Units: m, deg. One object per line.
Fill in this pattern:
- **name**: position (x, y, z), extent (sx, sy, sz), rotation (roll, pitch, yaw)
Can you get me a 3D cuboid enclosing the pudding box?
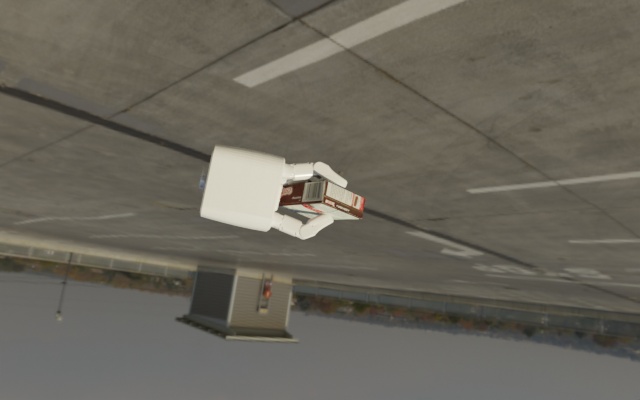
- **pudding box**: position (0.000, 0.003, 0.754), extent (0.090, 0.039, 0.113), rotation (21, -15, -39)
